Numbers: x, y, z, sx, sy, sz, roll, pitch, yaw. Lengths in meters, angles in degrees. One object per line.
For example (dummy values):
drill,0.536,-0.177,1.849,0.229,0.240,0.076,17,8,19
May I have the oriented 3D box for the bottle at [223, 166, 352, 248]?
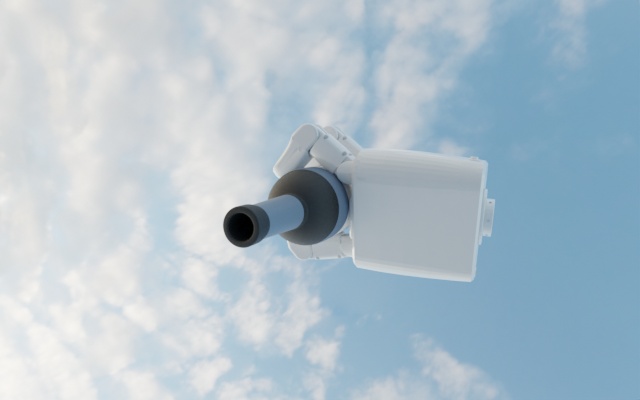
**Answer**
bottle,0.000,0.001,0.443,0.069,0.069,0.295,0,6,21
